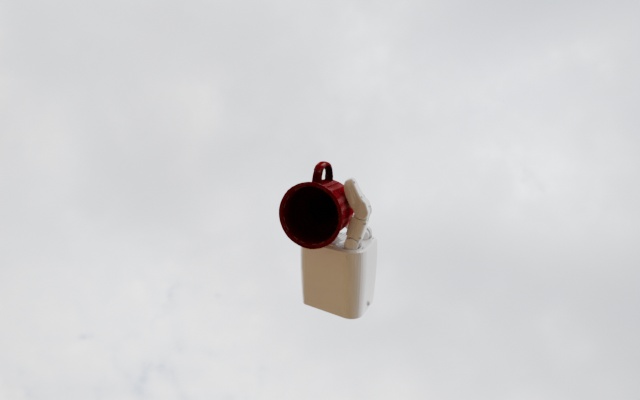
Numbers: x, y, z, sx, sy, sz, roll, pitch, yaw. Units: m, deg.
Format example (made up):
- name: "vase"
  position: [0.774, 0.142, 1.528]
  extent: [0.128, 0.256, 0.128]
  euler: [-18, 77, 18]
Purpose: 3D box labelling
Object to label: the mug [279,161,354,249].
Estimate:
- name: "mug"
  position: [0.000, 0.001, 0.676]
  extent: [0.093, 0.117, 0.081]
  euler: [7, 13, 20]
